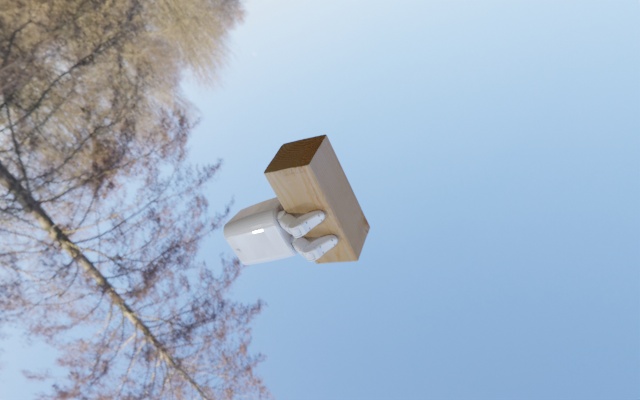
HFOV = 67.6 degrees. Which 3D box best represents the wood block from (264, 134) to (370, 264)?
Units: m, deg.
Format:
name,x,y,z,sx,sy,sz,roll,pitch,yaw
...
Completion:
name,x,y,z,sx,sy,sz,roll,pitch,yaw
wood block,0.000,0.003,0.819,0.090,0.206,0.090,-8,36,29
